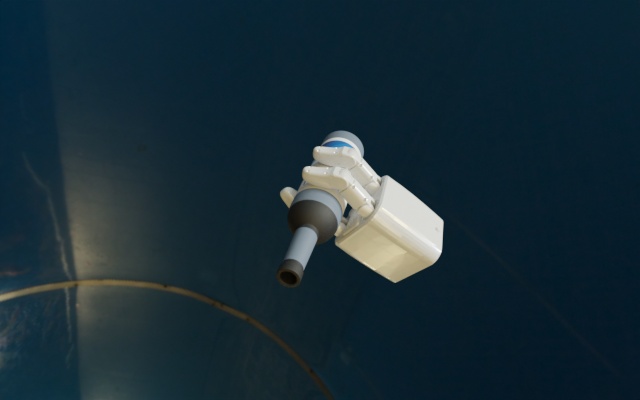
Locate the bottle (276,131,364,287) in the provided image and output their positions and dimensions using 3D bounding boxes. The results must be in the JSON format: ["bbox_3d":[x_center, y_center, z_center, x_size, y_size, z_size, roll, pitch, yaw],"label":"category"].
[{"bbox_3d":[0.000,0.002,0.626,0.069,0.069,0.295,0,33,16],"label":"bottle"}]
